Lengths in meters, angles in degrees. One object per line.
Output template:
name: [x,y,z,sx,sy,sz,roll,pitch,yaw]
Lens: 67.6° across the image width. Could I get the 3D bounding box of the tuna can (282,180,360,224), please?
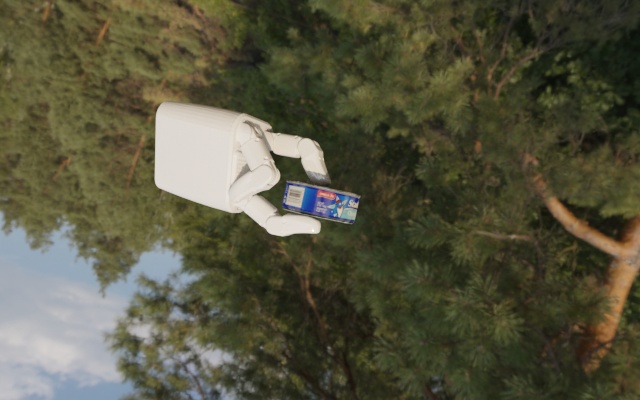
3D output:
tuna can: [0.000,0.002,0.541,0.086,0.034,0.086,12,0,0]
